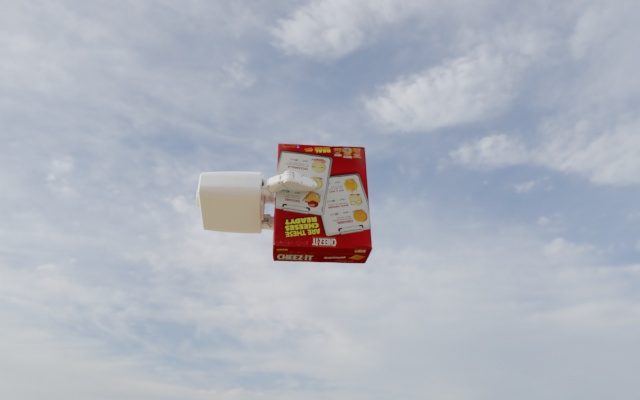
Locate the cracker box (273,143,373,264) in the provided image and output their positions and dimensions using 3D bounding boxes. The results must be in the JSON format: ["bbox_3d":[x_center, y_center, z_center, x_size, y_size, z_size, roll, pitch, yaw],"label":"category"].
[{"bbox_3d":[0.000,0.003,0.850,0.164,0.213,0.072,2,-32,-4],"label":"cracker box"}]
